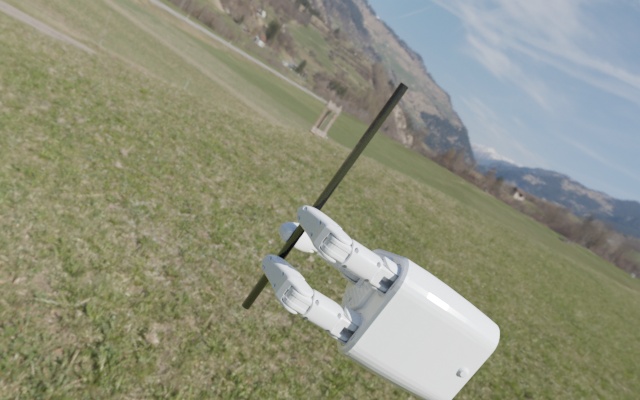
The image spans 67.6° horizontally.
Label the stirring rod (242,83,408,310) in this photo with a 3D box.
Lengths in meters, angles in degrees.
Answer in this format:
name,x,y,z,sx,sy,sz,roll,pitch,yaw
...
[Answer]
name,x,y,z,sx,sy,sz,roll,pitch,yaw
stirring rod,0.000,0.001,0.415,0.011,0.239,0.011,34,11,-8
